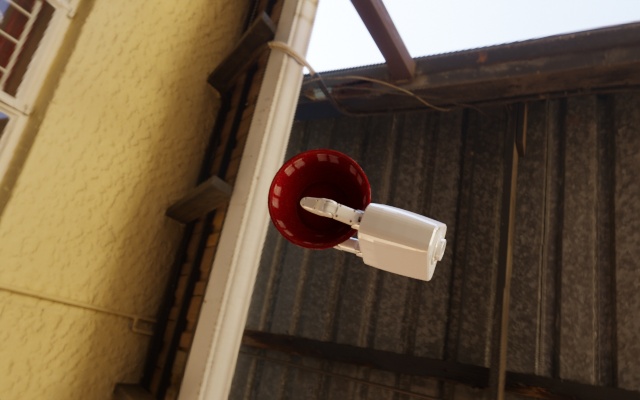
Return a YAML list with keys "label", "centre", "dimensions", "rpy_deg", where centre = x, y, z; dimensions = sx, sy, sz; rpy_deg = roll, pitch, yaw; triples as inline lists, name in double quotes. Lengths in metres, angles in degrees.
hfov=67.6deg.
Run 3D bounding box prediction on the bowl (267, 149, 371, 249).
- label: "bowl"
  centre: [-0.001, 0.002, 0.762]
  dimensions: [0.162, 0.162, 0.055]
  rpy_deg: [0, -16, 8]
